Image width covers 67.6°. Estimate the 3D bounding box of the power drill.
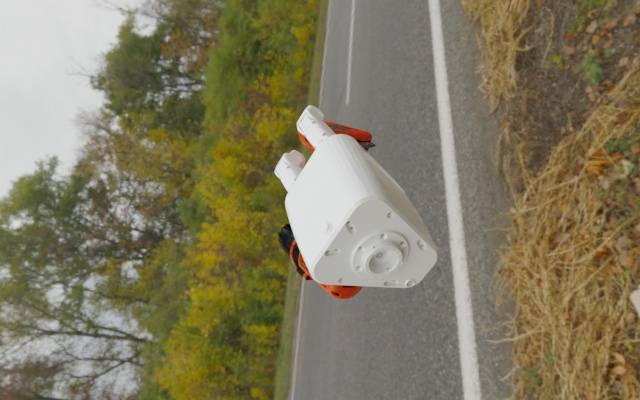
[{"bbox_3d":[0.000,0.001,0.572,0.057,0.188,0.184,-3,16,-27],"label":"power drill"}]
